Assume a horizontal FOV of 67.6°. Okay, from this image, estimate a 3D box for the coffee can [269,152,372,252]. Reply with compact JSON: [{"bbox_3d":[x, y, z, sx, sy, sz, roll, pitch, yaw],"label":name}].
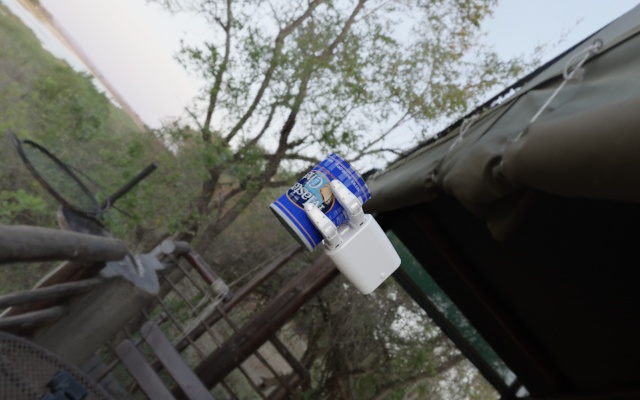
[{"bbox_3d":[0.000,0.003,0.800,0.140,0.103,0.103,-41,8,-10],"label":"coffee can"}]
